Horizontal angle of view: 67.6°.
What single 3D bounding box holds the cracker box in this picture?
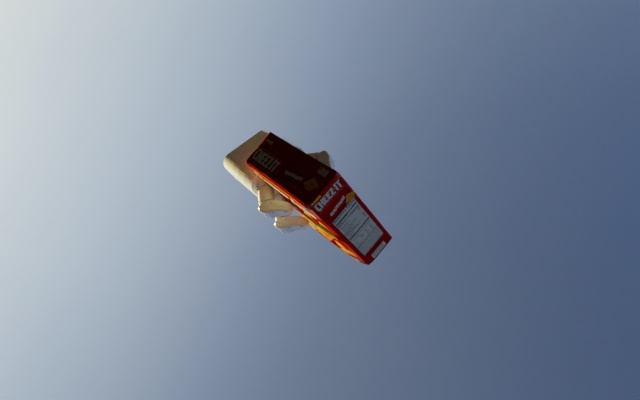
[{"bbox_3d":[0.000,0.002,0.761,0.164,0.072,0.214,34,-8,41],"label":"cracker box"}]
